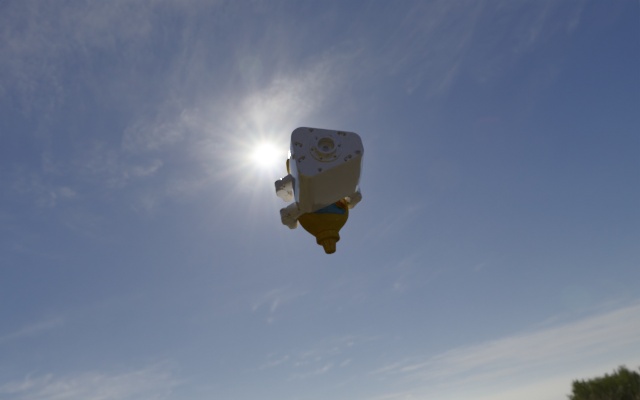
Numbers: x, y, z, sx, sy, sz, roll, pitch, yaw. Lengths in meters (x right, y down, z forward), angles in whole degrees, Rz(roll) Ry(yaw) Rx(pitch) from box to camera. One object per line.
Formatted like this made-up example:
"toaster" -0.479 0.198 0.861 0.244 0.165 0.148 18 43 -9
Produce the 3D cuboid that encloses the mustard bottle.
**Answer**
"mustard bottle" 0.000 0.003 0.839 0.096 0.191 0.058 4 -31 -28
